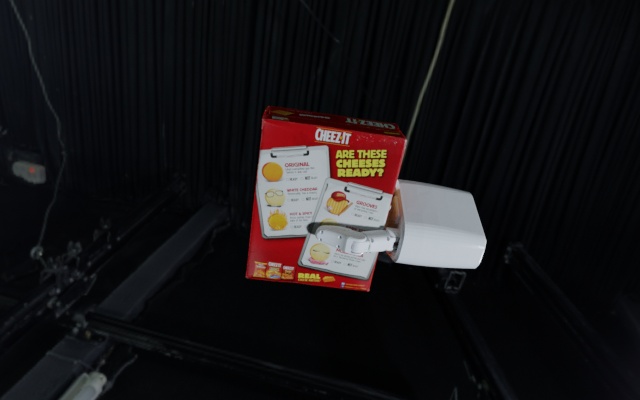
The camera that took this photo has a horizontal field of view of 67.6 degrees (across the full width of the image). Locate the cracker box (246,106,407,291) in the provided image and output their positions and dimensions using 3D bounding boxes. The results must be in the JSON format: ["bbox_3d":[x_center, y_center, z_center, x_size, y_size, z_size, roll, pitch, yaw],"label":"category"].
[{"bbox_3d":[0.000,0.002,0.597,0.164,0.214,0.072,7,25,-6],"label":"cracker box"}]
